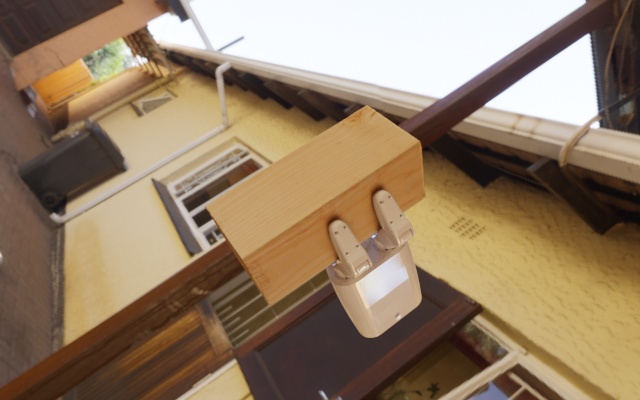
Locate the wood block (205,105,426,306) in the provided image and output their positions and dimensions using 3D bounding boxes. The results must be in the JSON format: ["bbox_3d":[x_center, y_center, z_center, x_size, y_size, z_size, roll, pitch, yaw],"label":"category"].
[{"bbox_3d":[0.000,0.002,0.503,0.206,0.090,0.090,-33,48,-14],"label":"wood block"}]
